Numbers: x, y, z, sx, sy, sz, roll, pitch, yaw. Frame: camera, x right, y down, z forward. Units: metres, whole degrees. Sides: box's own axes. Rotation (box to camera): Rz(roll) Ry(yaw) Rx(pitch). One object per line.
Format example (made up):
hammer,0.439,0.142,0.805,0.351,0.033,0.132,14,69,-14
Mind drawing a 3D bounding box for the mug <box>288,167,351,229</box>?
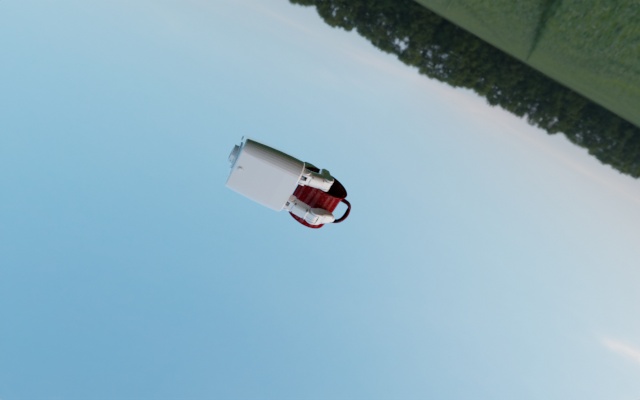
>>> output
mug,0.001,0.004,0.888,0.117,0.081,0.093,27,25,-14
